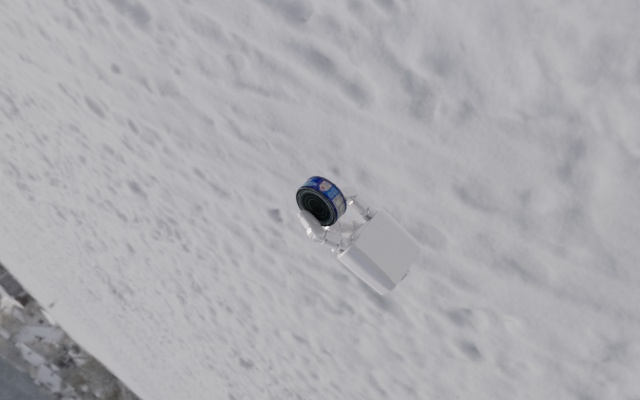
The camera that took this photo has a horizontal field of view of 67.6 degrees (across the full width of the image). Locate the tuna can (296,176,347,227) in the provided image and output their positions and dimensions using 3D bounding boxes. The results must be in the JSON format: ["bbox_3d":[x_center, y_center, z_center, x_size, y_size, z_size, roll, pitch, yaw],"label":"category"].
[{"bbox_3d":[0.000,0.003,0.809,0.086,0.086,0.033,0,36,45],"label":"tuna can"}]
